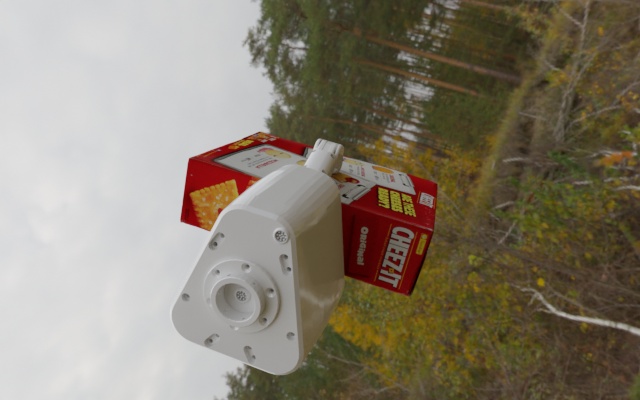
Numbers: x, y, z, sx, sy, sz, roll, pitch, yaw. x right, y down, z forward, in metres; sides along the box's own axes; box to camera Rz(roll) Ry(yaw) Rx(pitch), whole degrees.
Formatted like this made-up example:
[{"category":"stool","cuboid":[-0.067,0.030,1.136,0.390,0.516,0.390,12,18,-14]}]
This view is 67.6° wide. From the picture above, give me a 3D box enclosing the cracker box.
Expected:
[{"category":"cracker box","cuboid":[0.000,0.001,0.470,0.213,0.072,0.164,18,19,10]}]
